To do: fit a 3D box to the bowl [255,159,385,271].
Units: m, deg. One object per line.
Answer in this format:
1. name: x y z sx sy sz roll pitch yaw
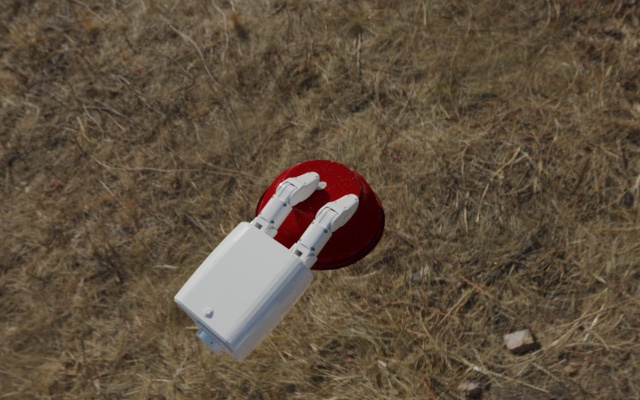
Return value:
1. bowl: 0.001 0.001 0.572 0.162 0.162 0.055 0 -41 -2
